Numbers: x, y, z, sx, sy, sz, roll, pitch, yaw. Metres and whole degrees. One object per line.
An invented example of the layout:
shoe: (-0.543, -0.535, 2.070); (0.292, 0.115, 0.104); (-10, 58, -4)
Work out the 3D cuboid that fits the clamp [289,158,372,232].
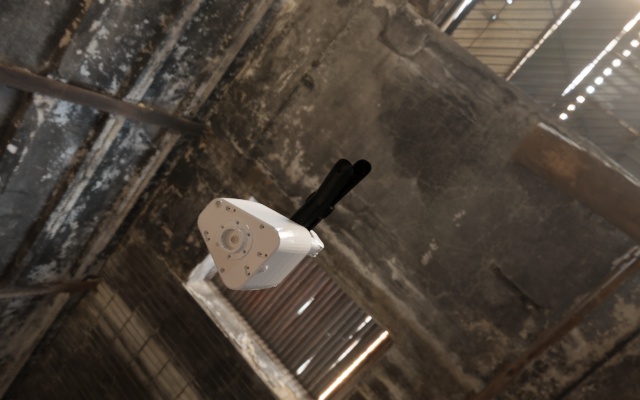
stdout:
clamp: (0.000, 0.002, 0.663); (0.039, 0.171, 0.120); (45, 8, 17)
